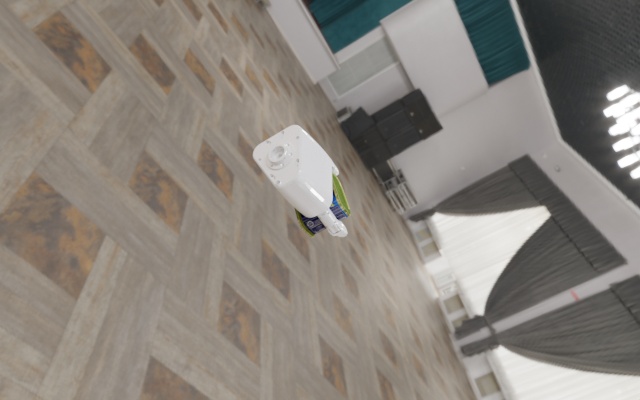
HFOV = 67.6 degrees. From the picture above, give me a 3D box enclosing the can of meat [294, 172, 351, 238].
[{"bbox_3d":[0.000,0.003,0.864,0.084,0.102,0.057,-28,-39,13],"label":"can of meat"}]
